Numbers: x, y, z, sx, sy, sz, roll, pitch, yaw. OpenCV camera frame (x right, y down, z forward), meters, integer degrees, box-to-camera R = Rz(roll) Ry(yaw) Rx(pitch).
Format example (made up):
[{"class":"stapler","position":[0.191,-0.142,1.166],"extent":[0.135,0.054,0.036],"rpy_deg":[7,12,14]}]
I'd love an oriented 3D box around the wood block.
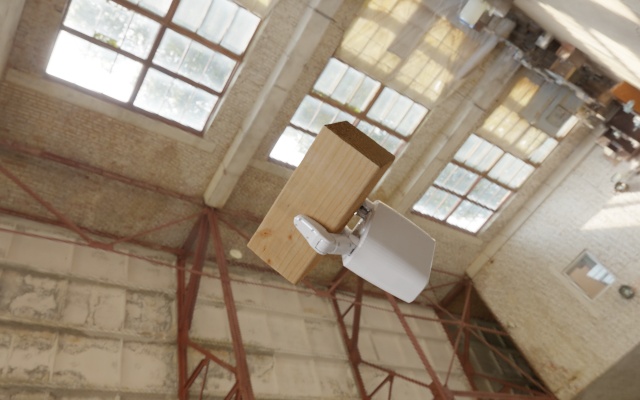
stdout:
[{"class":"wood block","position":[0.000,0.003,0.653],"extent":[0.090,0.206,0.091],"rpy_deg":[38,23,9]}]
